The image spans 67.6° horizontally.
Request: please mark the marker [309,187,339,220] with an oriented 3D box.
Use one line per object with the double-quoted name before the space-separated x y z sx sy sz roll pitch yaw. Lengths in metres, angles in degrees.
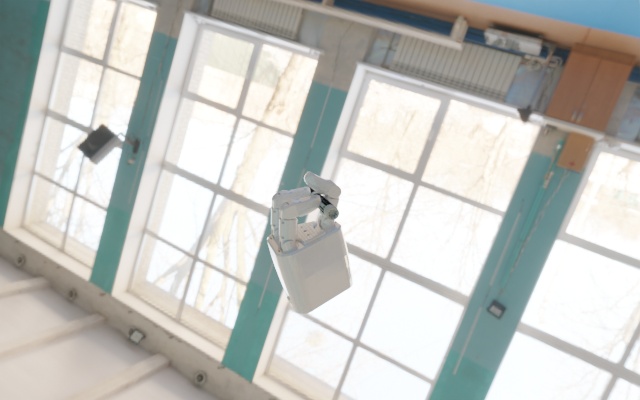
"marker" 0.000 0.002 0.703 0.020 0.020 0.121 0 15 -17
